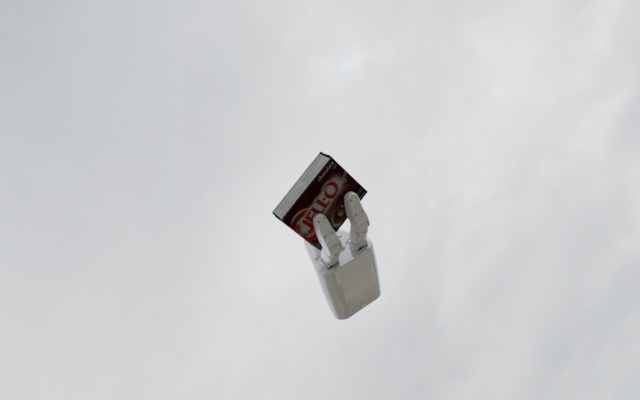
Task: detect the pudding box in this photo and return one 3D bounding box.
[{"bbox_3d":[0.000,0.002,0.675,0.090,0.113,0.039,40,-6,-38],"label":"pudding box"}]
